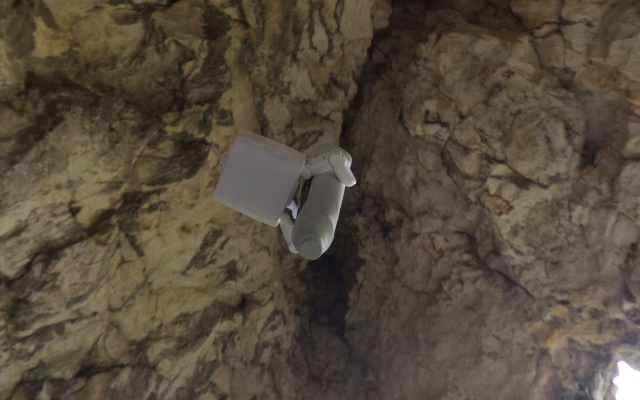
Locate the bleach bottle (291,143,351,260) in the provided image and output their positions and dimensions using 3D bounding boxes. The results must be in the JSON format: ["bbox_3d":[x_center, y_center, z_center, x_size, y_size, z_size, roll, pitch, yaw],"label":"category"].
[{"bbox_3d":[0.000,0.002,0.712,0.068,0.103,0.250,24,25,-7],"label":"bleach bottle"}]
